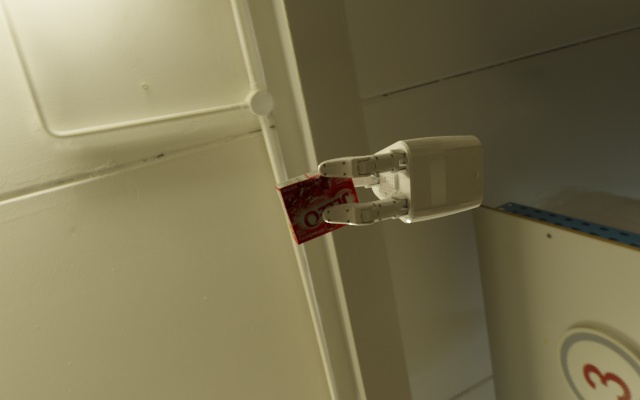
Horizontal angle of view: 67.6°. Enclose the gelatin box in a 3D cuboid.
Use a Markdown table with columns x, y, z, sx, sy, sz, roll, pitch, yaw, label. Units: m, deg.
| x | y | z | sx | sy | sz | roll | pitch | yaw | label |
| --- | --- | --- | --- | --- | --- | --- | --- | --- | --- |
| 0.000 | 0.002 | 0.572 | 0.089 | 0.073 | 0.030 | -21 | 17 | -11 | gelatin box |
